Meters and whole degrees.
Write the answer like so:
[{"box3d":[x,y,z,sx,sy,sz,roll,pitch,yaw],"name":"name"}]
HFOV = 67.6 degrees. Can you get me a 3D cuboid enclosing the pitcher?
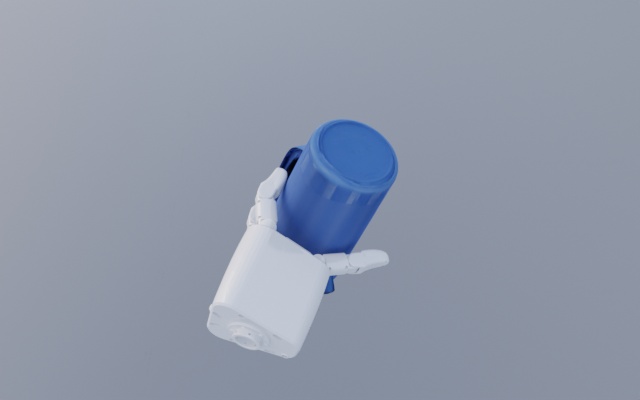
[{"box3d":[0.000,0.002,0.630,0.149,0.145,0.243,26,-39,-2],"name":"pitcher"}]
